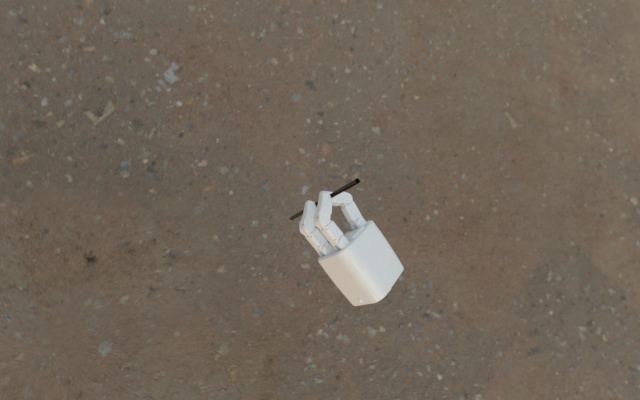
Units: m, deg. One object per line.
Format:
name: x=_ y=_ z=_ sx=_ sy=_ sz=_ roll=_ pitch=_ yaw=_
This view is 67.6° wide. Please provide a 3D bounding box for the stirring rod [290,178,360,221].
stirring rod: x=0.000 y=0.003 z=0.827 sx=0.011 sy=0.011 sz=0.239 roll=0 pitch=-16 yaw=-29
